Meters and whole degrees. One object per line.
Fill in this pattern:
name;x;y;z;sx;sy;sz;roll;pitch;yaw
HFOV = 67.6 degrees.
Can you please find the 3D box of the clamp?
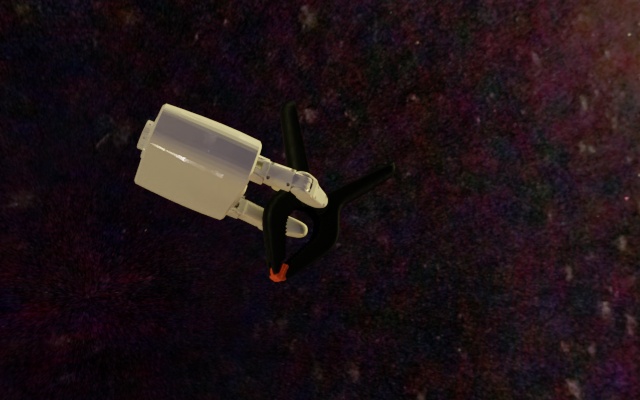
clamp;0.000;0.002;0.568;0.164;0.210;0.036;22;-19;-15
